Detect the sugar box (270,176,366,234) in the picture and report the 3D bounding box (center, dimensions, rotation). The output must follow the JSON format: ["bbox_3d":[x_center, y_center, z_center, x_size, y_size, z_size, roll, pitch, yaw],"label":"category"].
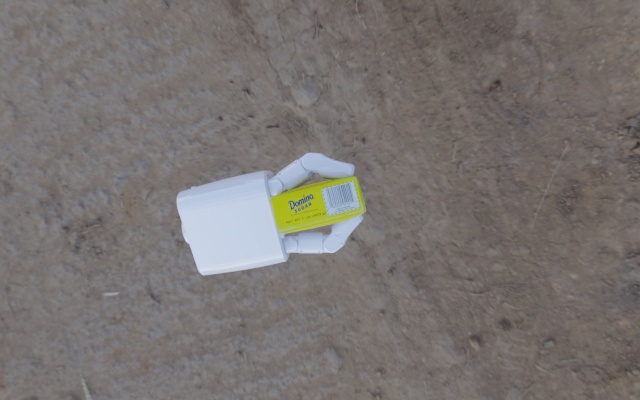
[{"bbox_3d":[0.000,0.001,0.564,0.093,0.048,0.176,-13,4,2],"label":"sugar box"}]
